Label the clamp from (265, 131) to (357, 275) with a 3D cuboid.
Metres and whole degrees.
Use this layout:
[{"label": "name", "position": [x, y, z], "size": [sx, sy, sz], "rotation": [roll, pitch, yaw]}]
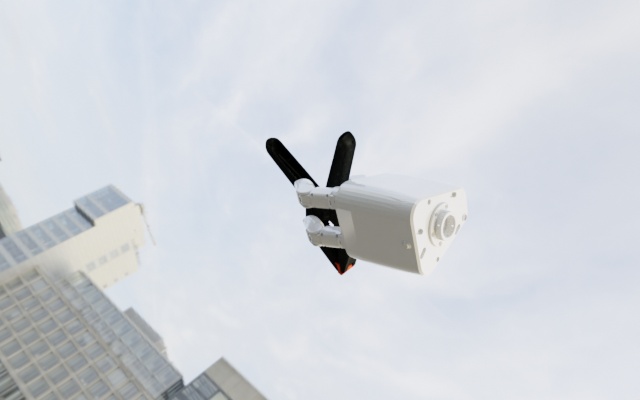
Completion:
[{"label": "clamp", "position": [0.001, 0.002, 0.649], "size": [0.036, 0.210, 0.164], "rotation": [-31, 30, -35]}]
